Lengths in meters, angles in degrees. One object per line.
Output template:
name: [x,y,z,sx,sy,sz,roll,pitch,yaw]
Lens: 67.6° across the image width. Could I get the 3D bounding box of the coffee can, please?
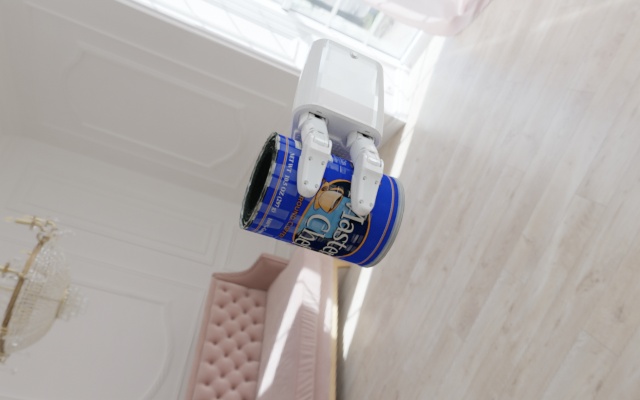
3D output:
coffee can: [0.000,0.002,0.493,0.140,0.103,0.103,19,-6,-17]
